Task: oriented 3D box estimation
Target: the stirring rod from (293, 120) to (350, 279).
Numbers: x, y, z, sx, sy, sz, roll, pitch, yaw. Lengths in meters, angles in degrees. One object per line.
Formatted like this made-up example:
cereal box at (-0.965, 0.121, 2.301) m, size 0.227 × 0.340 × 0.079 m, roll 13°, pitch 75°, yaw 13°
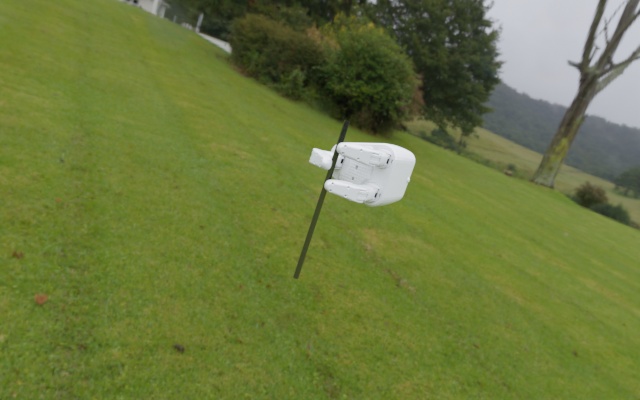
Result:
stirring rod at (0.000, 0.002, 0.680) m, size 0.011 × 0.239 × 0.011 m, roll 17°, pitch 12°, yaw -4°
